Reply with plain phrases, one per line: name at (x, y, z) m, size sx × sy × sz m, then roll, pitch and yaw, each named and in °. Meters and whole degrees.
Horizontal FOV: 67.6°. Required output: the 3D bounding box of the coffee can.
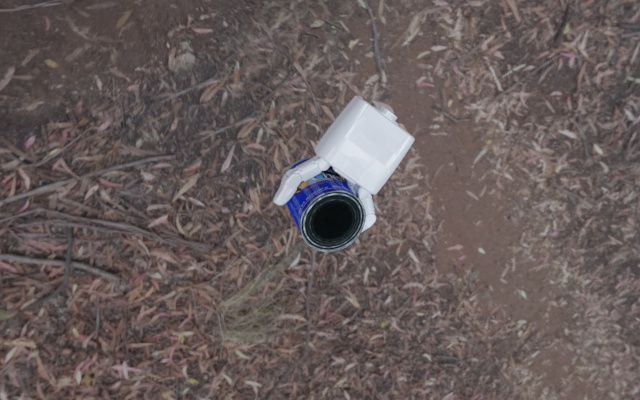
coffee can at (0.000, 0.003, 0.762) m, size 0.103 × 0.103 × 0.140 m, roll 0°, pitch 25°, yaw -18°
